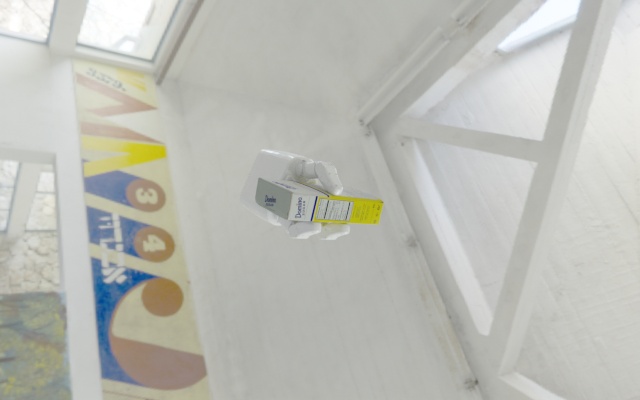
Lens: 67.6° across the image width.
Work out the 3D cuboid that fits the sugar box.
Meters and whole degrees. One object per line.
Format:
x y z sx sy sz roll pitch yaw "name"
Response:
0.000 0.003 0.714 0.176 0.048 0.093 2 14 -38 "sugar box"
